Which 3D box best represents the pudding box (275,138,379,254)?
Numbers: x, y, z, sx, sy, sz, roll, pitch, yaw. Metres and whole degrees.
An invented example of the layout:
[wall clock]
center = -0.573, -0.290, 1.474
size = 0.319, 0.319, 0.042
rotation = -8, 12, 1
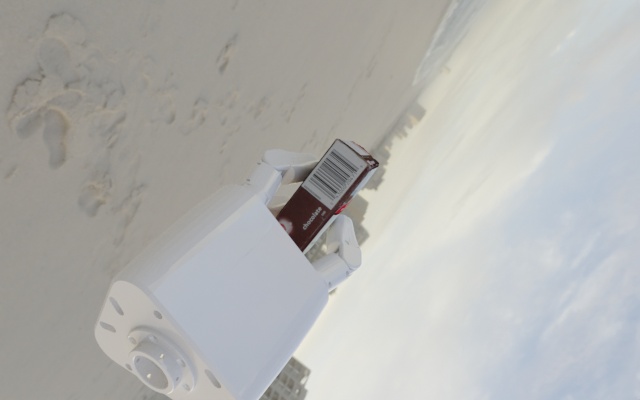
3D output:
[pudding box]
center = 0.000, 0.001, 0.411
size = 0.039, 0.113, 0.090
rotation = 41, 12, 4
